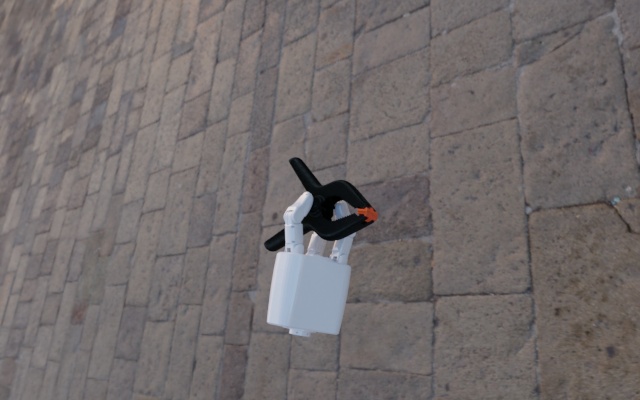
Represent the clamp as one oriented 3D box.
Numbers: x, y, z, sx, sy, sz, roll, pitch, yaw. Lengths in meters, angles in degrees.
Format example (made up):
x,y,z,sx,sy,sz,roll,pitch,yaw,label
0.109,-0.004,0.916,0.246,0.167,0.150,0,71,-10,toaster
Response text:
x,y,z,sx,sy,sz,roll,pitch,yaw,label
0.000,0.002,0.747,0.210,0.164,0.036,-3,-19,43,clamp
